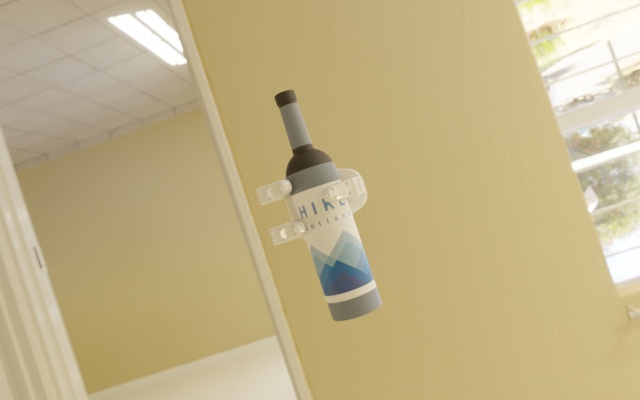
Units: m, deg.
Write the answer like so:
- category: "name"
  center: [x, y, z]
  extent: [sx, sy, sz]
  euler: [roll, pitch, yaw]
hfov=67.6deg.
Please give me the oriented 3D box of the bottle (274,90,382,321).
- category: "bottle"
  center: [0.000, 0.002, 0.611]
  extent: [0.069, 0.295, 0.069]
  euler: [-19, -1, 0]
